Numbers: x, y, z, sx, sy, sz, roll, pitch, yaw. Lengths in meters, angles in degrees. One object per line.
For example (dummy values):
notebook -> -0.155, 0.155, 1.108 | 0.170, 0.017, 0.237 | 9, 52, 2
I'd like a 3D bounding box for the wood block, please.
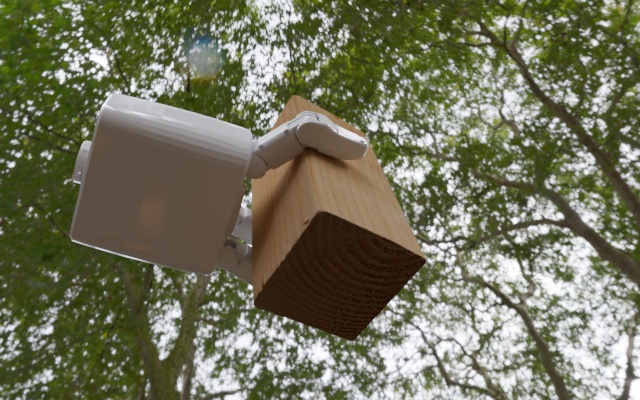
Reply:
wood block -> 0.000, 0.001, 0.407 | 0.090, 0.091, 0.206 | 26, 25, -23
